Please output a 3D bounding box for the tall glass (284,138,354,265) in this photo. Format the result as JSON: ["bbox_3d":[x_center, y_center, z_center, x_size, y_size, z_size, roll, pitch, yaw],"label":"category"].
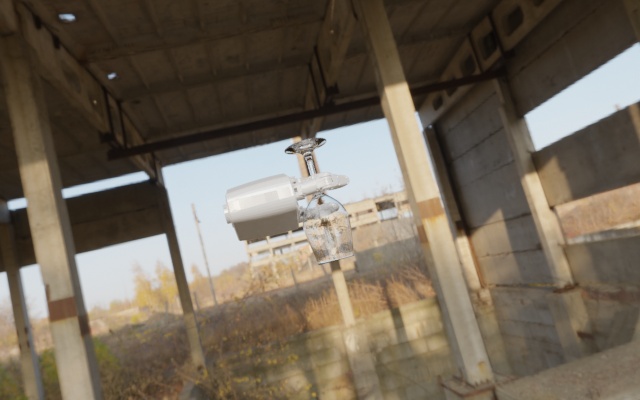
[{"bbox_3d":[0.000,0.002,0.794,0.079,0.201,0.079,-15,-8,-2],"label":"tall glass"}]
